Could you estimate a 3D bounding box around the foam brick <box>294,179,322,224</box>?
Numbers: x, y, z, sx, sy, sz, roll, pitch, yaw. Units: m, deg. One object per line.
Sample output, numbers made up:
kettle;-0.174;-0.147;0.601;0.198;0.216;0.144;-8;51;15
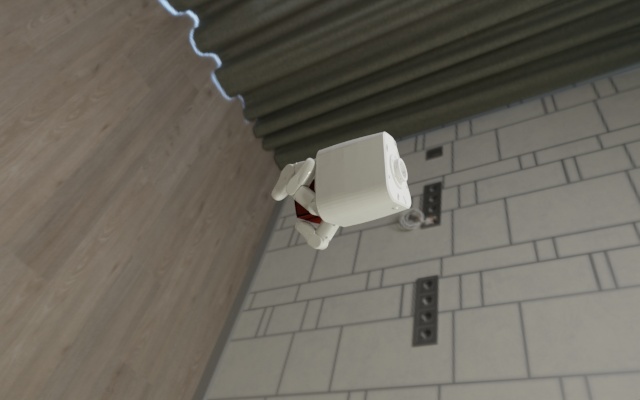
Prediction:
foam brick;0.000;0.002;0.743;0.051;0.053;0.078;-16;-17;25
